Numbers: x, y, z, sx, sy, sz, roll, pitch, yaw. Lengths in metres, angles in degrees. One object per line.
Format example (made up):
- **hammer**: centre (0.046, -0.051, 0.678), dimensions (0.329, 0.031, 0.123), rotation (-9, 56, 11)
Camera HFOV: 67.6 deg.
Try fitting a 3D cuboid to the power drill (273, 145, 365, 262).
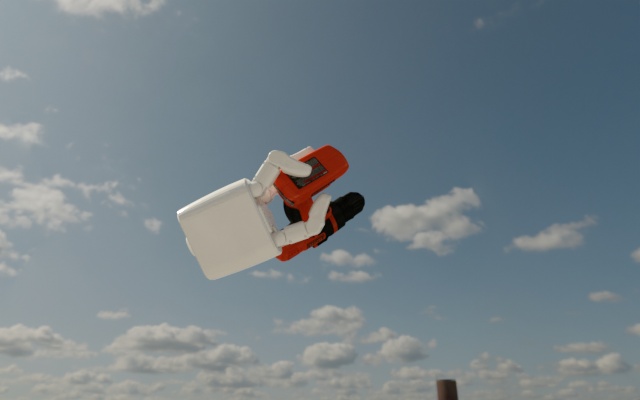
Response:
- **power drill**: centre (0.000, 0.002, 0.738), dimensions (0.184, 0.057, 0.188), rotation (-33, -29, -21)
